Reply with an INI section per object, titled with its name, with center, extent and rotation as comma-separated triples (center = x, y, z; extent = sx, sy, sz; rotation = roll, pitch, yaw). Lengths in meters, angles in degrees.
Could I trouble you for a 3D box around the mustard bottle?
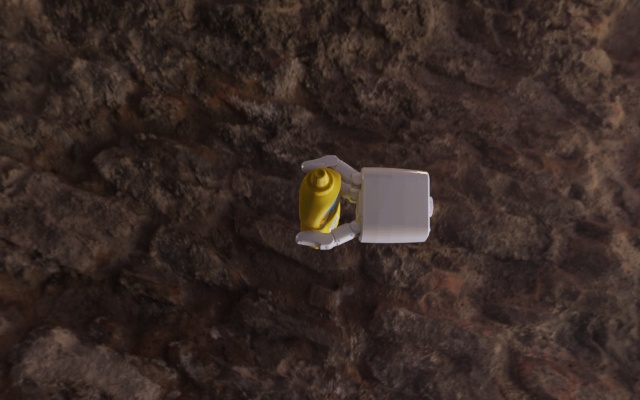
[mustard bottle]
center = 0.000, 0.003, 0.758
extent = 0.058, 0.096, 0.192
rotation = 24, -22, 11
